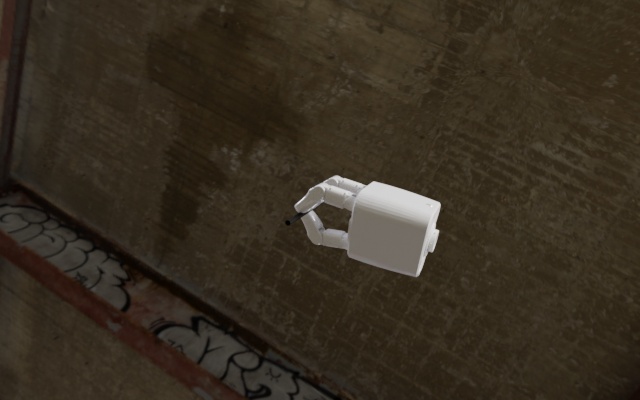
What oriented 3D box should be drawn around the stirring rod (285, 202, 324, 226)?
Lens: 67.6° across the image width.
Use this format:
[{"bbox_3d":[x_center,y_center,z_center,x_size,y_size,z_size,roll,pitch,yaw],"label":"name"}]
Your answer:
[{"bbox_3d":[0.000,0.003,0.763,0.011,0.011,0.239,0,14,23],"label":"stirring rod"}]
